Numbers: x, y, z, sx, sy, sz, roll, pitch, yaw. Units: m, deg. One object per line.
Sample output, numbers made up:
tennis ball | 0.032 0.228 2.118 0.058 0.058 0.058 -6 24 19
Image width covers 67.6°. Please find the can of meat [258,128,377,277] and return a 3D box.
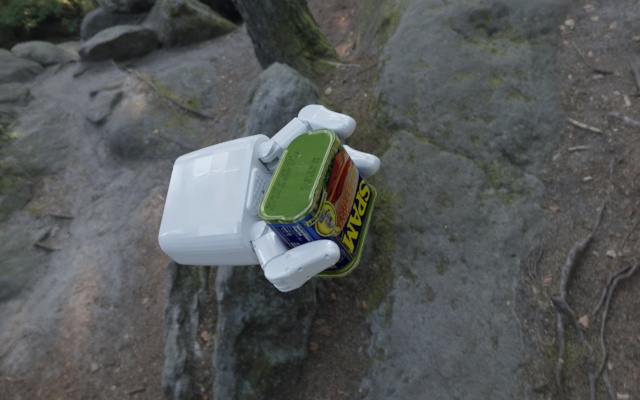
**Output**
can of meat | 0.000 0.001 0.413 0.057 0.102 0.084 -4 -39 33
